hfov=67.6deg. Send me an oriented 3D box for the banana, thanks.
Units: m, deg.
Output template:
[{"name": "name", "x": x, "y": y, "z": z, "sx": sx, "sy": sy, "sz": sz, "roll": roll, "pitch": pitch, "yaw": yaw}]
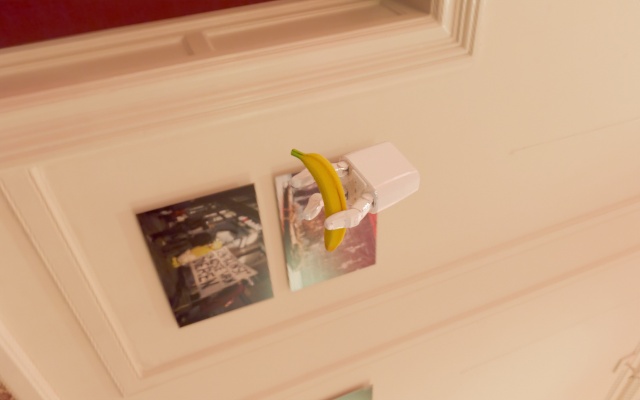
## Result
[{"name": "banana", "x": 0.012, "y": 0.000, "z": 0.800, "sx": 0.069, "sy": 0.198, "sz": 0.037, "roll": 3, "pitch": 28, "yaw": 45}]
